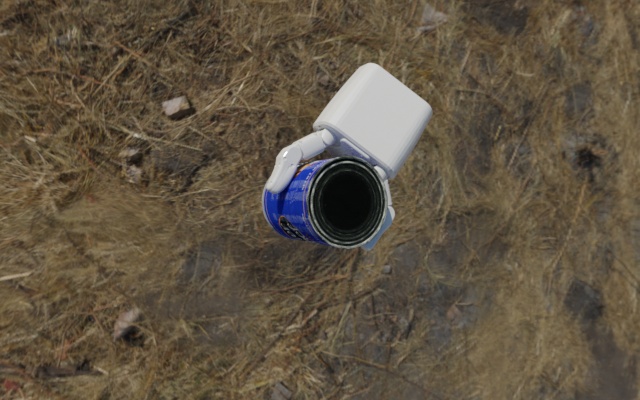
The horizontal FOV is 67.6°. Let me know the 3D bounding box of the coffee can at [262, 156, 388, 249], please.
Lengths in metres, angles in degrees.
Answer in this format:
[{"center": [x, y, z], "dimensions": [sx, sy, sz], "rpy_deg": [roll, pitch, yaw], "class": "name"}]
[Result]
[{"center": [0.000, 0.002, 0.582], "dimensions": [0.103, 0.103, 0.140], "rpy_deg": [0, 0, -27], "class": "coffee can"}]
